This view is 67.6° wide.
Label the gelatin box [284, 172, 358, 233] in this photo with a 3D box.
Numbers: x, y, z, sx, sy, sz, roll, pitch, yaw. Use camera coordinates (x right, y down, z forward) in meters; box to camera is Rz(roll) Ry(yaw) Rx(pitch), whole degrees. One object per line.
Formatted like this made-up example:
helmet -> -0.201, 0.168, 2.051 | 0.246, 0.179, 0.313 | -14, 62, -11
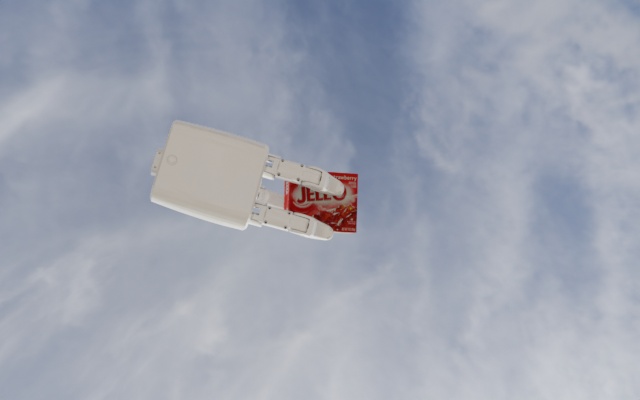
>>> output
gelatin box -> 0.000, 0.002, 0.578 | 0.089, 0.073, 0.030 | 3, -5, -19
